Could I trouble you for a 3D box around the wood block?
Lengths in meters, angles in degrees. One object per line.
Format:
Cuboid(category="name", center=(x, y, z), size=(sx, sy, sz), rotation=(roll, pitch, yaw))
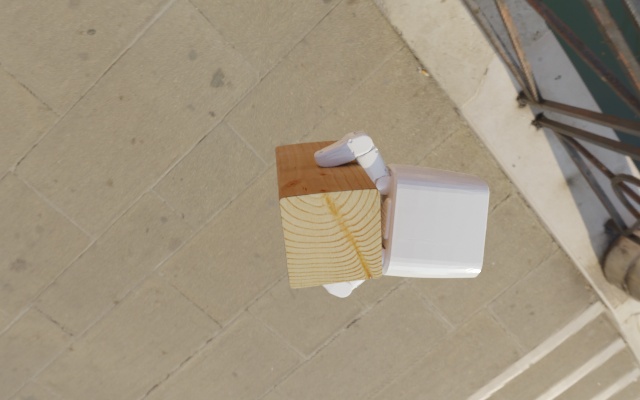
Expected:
Cuboid(category="wood block", center=(0.000, 0.001, 0.522), size=(0.090, 0.091, 0.206), rotation=(-6, 19, -5))
